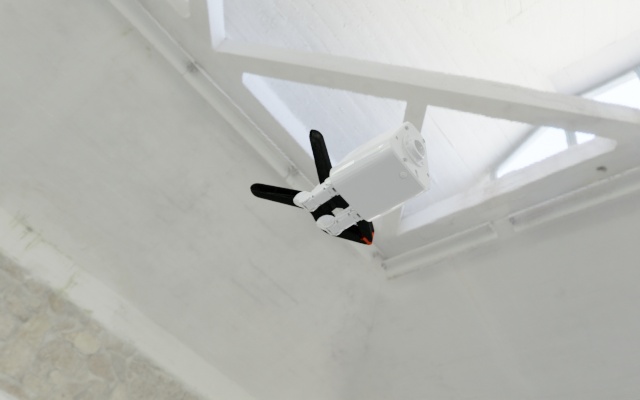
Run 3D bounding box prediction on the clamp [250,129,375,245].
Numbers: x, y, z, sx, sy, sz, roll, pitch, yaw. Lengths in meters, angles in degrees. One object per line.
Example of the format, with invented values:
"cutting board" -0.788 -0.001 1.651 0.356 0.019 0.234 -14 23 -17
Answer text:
"clamp" 0.001 0.002 0.759 0.164 0.210 0.036 -30 24 34
